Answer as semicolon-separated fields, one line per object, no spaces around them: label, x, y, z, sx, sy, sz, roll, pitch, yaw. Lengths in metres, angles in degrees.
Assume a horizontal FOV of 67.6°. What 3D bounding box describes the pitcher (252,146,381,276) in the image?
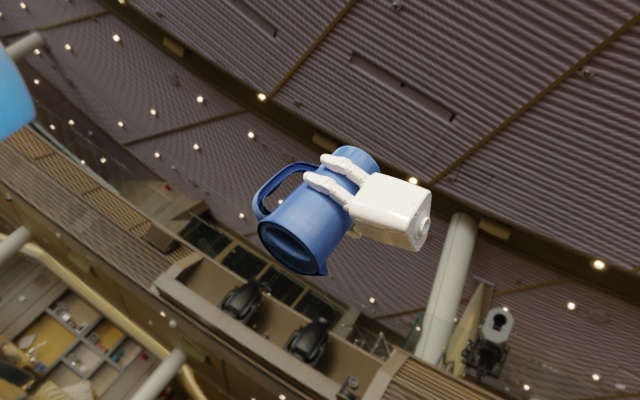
pitcher;0.000;0.003;0.871;0.145;0.149;0.242;20;54;30
